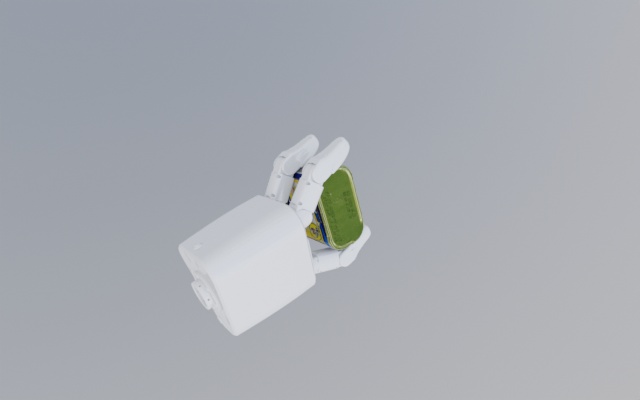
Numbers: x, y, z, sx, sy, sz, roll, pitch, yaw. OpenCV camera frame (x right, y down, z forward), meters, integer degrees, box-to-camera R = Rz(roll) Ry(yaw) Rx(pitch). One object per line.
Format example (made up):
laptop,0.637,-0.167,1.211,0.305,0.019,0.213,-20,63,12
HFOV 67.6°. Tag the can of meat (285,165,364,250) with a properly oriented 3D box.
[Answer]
can of meat,0.000,0.002,0.564,0.057,0.102,0.084,-28,25,-27
